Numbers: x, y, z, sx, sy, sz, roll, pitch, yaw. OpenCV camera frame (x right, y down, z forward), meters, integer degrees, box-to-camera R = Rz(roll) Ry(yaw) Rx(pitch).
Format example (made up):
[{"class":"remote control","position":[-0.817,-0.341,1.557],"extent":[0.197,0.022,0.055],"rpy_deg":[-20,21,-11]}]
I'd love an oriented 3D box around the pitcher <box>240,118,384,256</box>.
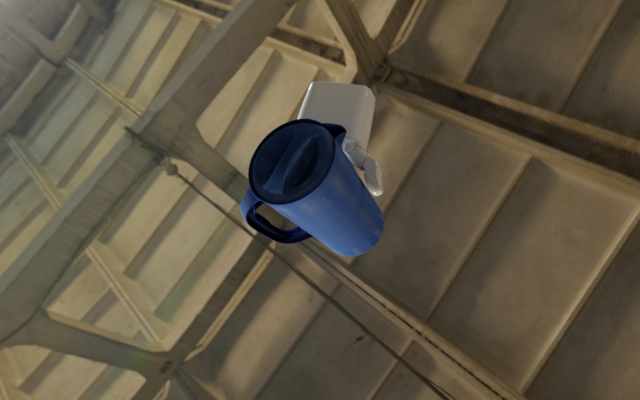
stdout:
[{"class":"pitcher","position":[0.000,0.002,0.725],"extent":[0.149,0.145,0.243],"rpy_deg":[-1,-27,28]}]
